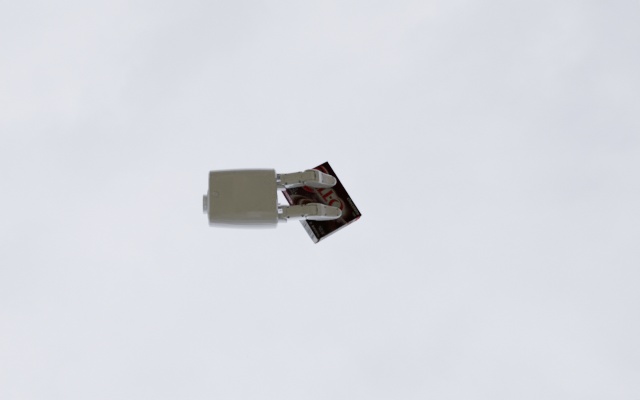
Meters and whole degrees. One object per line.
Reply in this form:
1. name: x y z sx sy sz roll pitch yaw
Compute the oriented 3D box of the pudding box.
1. pudding box: 0.000 0.003 0.789 0.090 0.113 0.039 -28 -9 -20
